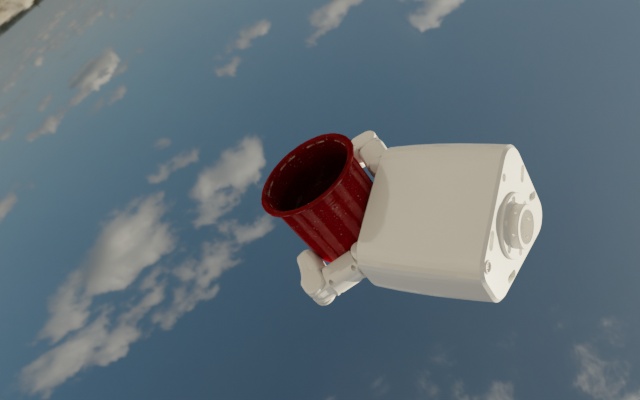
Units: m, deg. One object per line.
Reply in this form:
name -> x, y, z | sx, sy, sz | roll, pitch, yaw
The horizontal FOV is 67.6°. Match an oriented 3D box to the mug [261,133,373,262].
mug -> -0.001, 0.002, 0.433 | 0.117, 0.093, 0.081 | 2, -38, 45
